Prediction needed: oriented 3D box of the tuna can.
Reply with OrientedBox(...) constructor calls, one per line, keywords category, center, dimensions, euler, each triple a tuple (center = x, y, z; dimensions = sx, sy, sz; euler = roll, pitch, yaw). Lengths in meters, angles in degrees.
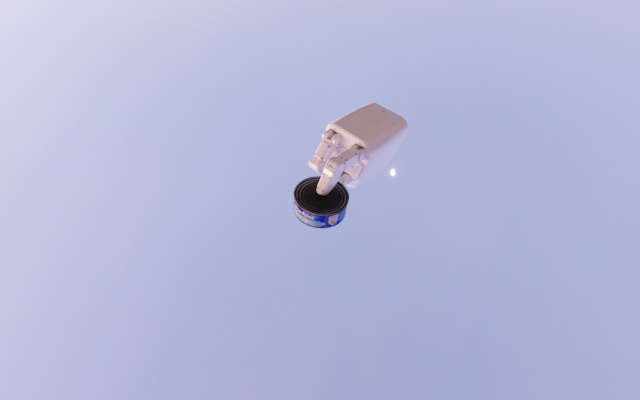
OrientedBox(category="tuna can", center=(0.000, 0.003, 0.742), dimensions=(0.086, 0.034, 0.086), euler=(4, 44, -4))
